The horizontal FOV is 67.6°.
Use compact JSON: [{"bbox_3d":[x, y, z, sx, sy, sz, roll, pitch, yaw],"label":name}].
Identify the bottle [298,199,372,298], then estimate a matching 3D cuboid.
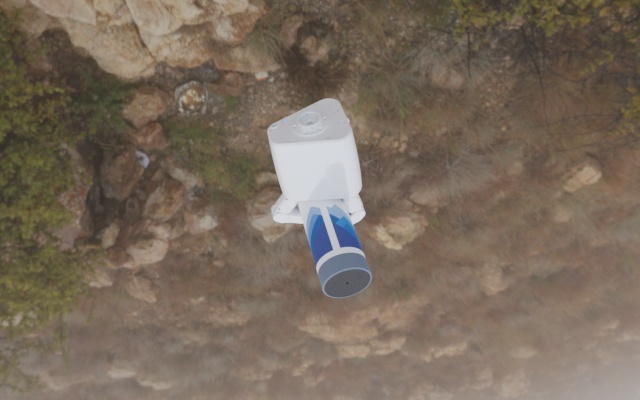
[{"bbox_3d":[0.000,0.003,0.709,0.069,0.295,0.069,-10,-42,-9],"label":"bottle"}]
